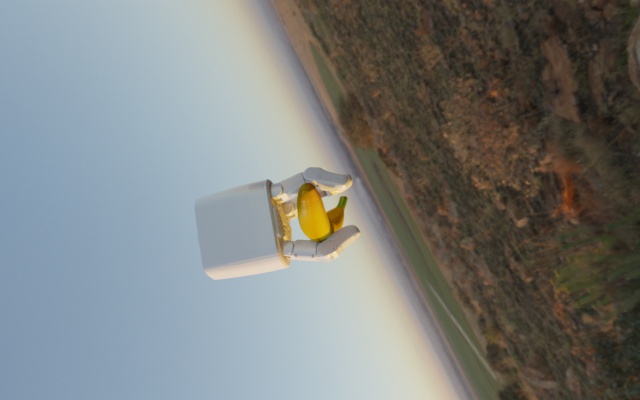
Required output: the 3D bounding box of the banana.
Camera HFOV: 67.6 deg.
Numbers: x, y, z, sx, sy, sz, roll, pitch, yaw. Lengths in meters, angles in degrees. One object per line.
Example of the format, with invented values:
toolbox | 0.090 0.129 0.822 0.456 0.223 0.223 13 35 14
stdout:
banana | 0.000 0.021 0.613 0.037 0.069 0.198 2 -3 13
